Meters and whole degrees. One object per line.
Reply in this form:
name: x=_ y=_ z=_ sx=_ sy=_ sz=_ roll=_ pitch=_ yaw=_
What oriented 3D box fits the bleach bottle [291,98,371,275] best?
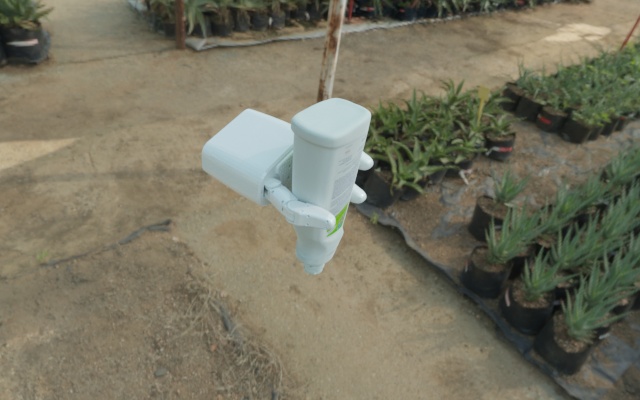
bleach bottle: x=0.000 y=0.002 z=0.614 sx=0.068 sy=0.251 sz=0.102 roll=28 pitch=40 yaw=23
